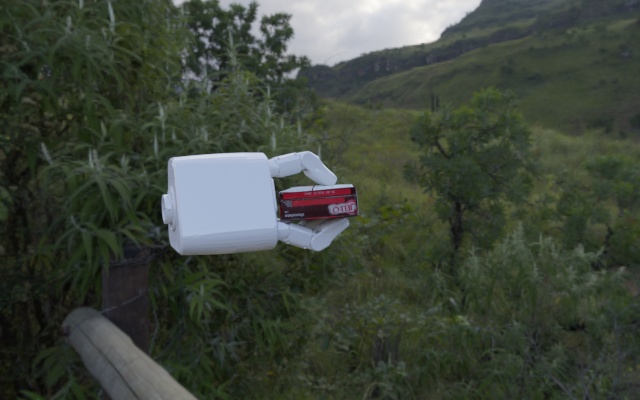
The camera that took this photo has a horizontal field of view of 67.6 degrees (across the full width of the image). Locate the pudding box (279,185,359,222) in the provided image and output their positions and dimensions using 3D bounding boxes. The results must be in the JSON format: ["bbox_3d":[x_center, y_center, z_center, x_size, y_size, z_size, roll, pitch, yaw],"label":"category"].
[{"bbox_3d":[0.000,0.002,0.588,0.090,0.039,0.113,-3,4,3],"label":"pudding box"}]
